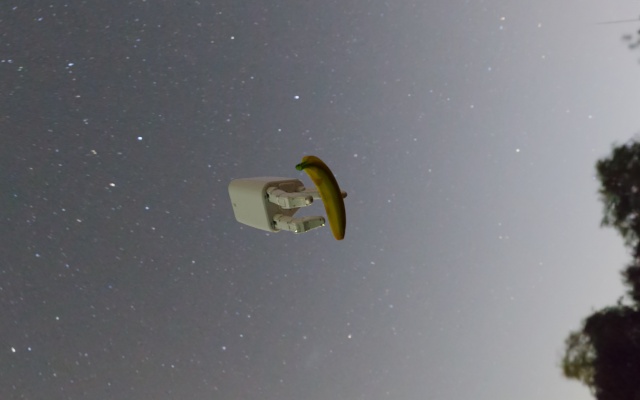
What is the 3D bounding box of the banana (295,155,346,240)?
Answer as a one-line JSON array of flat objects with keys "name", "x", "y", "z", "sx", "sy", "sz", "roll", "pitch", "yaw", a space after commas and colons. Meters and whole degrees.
[{"name": "banana", "x": 0.007, "y": -0.013, "z": 0.838, "sx": 0.037, "sy": 0.069, "sz": 0.198, "roll": 6, "pitch": -38, "yaw": 36}]
